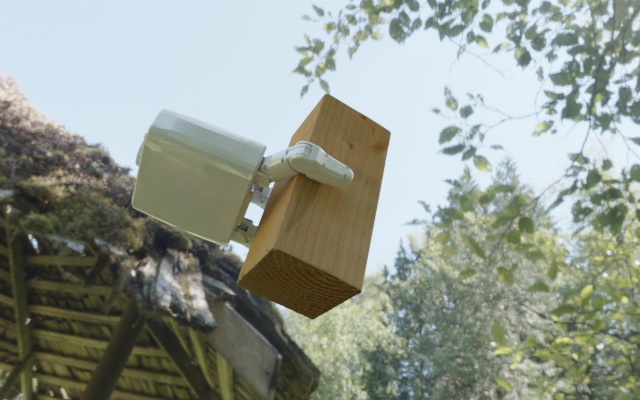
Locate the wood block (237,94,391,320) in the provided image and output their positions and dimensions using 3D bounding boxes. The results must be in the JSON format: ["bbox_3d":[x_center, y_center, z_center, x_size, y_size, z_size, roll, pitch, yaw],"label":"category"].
[{"bbox_3d":[0.000,0.001,0.492,0.090,0.206,0.091,28,-40,-16],"label":"wood block"}]
